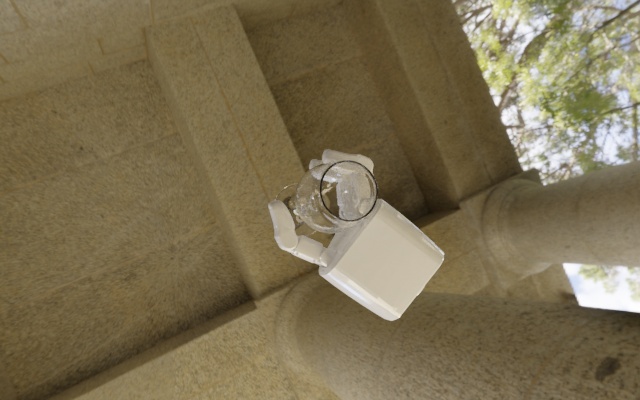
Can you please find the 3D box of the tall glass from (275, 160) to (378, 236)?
[{"bbox_3d":[0.000,0.002,0.564,0.079,0.079,0.201,0,-7,-17],"label":"tall glass"}]
